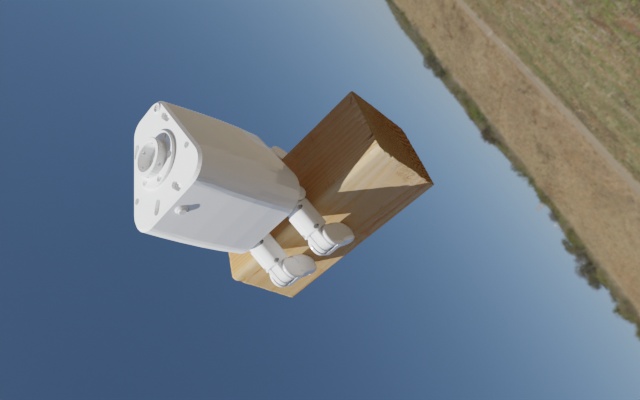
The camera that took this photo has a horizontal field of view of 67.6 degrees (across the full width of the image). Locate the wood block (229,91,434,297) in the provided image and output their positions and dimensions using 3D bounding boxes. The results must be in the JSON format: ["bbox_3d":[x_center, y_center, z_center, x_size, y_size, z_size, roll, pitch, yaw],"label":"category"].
[{"bbox_3d":[0.000,0.001,0.500,0.090,0.090,0.206,27,-58,-40],"label":"wood block"}]
